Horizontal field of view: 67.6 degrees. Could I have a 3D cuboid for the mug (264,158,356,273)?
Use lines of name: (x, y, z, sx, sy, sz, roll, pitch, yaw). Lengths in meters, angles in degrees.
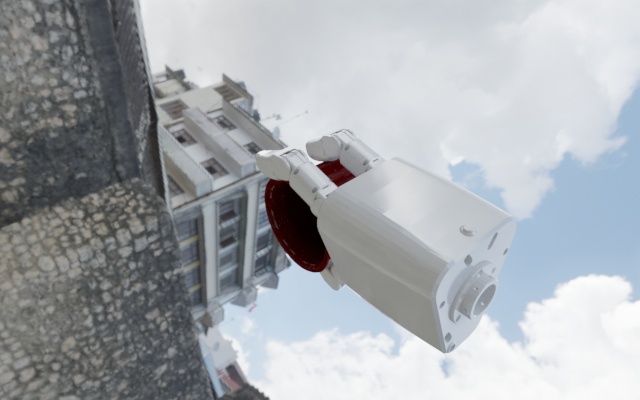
mug: (-0.001, 0.001, 0.448, 0.081, 0.093, 0.117, -27, 43, -31)
